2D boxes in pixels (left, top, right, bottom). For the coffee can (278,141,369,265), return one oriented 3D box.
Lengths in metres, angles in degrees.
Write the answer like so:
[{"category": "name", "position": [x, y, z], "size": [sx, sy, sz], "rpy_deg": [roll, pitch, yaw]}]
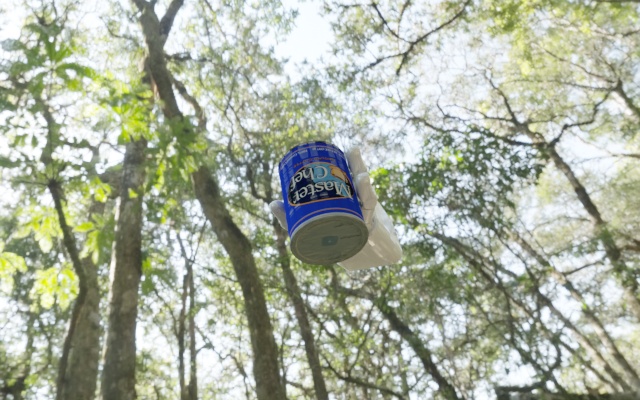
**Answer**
[{"category": "coffee can", "position": [0.000, 0.002, 0.654], "size": [0.103, 0.140, 0.103], "rpy_deg": [-7, -41, -7]}]
